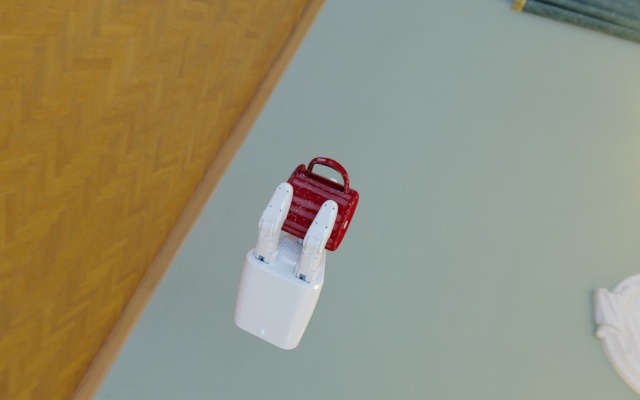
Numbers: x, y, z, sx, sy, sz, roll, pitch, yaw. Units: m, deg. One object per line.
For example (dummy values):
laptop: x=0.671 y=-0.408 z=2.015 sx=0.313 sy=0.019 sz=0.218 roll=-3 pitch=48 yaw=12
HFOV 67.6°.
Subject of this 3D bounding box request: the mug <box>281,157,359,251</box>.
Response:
mug: x=0.001 y=0.001 z=0.587 sx=0.081 sy=0.117 sz=0.093 roll=23 pitch=28 yaw=9
